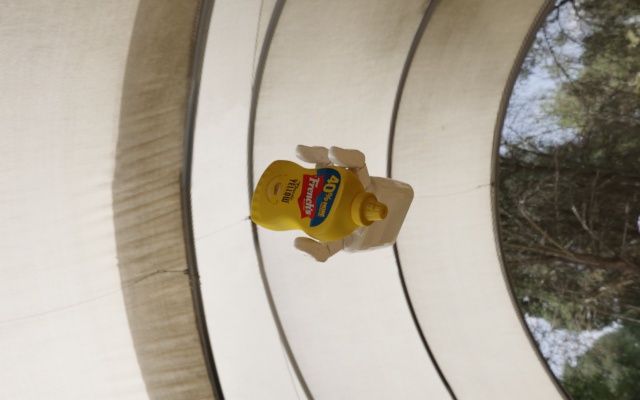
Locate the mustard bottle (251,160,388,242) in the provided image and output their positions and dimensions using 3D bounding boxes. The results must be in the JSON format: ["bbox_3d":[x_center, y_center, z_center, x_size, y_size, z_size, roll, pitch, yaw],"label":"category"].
[{"bbox_3d":[0.000,0.002,0.607,0.191,0.096,0.058,9,-19,39],"label":"mustard bottle"}]
